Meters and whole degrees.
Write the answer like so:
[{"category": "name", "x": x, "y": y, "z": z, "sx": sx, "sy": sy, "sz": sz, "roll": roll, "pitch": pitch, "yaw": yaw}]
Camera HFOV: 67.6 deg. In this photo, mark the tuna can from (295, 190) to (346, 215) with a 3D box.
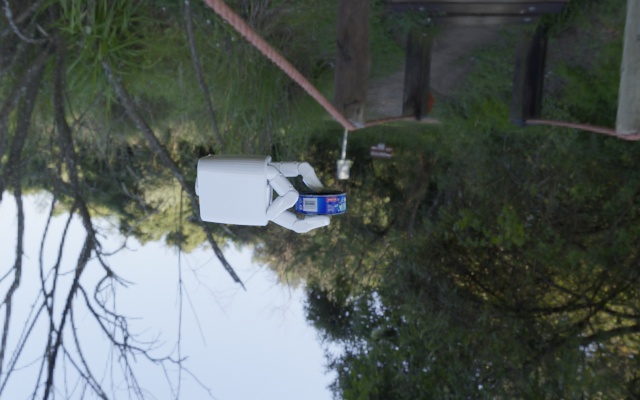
[{"category": "tuna can", "x": 0.000, "y": 0.003, "z": 0.803, "sx": 0.086, "sy": 0.034, "sz": 0.086, "roll": 0, "pitch": 7, "yaw": 0}]
